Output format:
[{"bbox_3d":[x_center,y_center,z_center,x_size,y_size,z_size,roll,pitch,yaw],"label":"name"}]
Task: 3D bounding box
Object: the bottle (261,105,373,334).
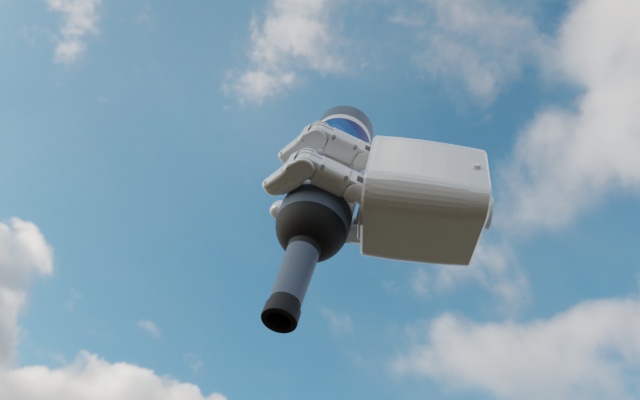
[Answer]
[{"bbox_3d":[0.000,0.001,0.457,0.069,0.069,0.295,0,35,15],"label":"bottle"}]
